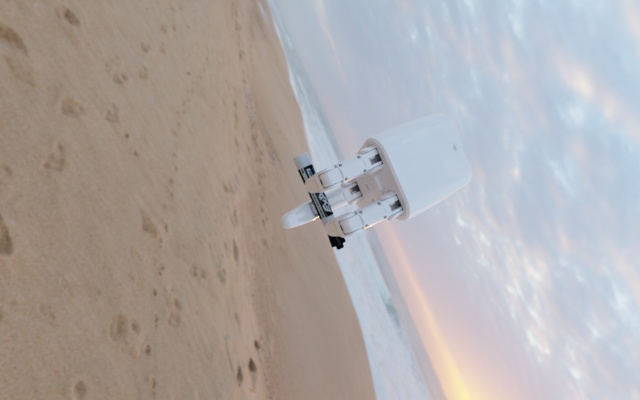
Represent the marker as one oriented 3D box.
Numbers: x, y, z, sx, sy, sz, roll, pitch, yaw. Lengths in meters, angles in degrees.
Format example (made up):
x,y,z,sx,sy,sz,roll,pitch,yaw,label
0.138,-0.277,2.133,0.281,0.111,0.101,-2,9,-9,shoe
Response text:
x,y,z,sx,sy,sz,roll,pitch,yaw,label
0.000,0.002,0.564,0.020,0.121,0.020,-24,3,2,marker
